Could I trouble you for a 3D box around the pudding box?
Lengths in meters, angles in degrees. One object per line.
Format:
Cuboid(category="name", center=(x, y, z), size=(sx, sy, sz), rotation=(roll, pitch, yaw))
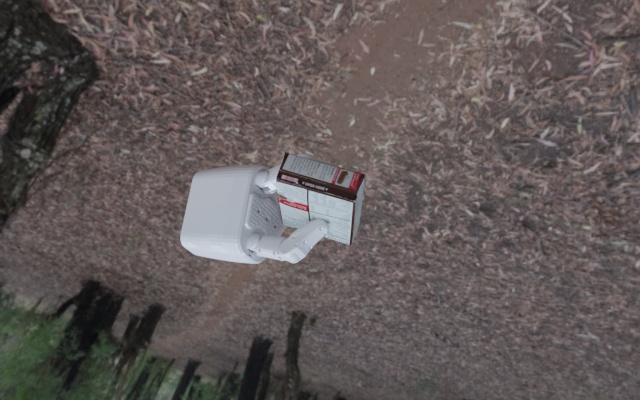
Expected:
Cuboid(category="pudding box", center=(0.000, 0.002, 0.532), size=(0.090, 0.039, 0.114), rotation=(15, -26, 9))
